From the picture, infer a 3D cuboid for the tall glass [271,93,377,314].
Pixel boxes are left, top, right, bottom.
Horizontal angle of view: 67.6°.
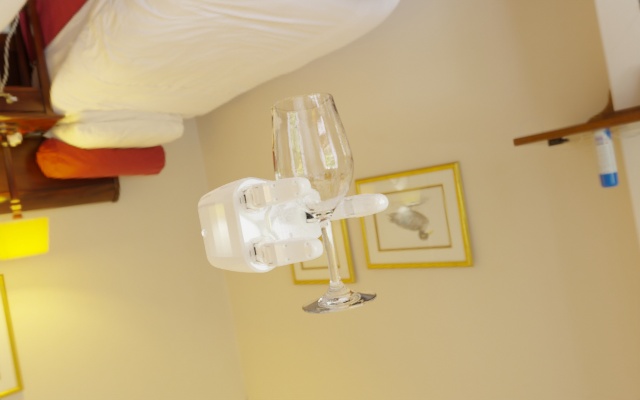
[{"bbox_3d":[0.000,0.002,0.466,0.079,0.201,0.079,-10,0,0],"label":"tall glass"}]
